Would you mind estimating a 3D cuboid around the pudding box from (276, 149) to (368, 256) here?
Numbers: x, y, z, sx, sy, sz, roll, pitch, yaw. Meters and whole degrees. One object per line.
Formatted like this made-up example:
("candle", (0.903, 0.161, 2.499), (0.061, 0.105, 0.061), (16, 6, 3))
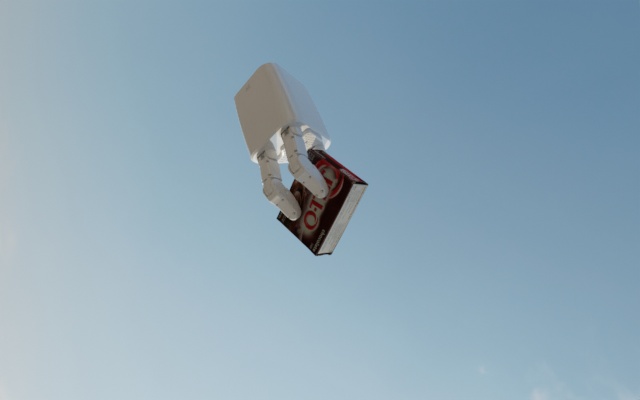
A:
("pudding box", (0.000, 0.002, 0.626), (0.039, 0.113, 0.090), (2, 30, -46))
